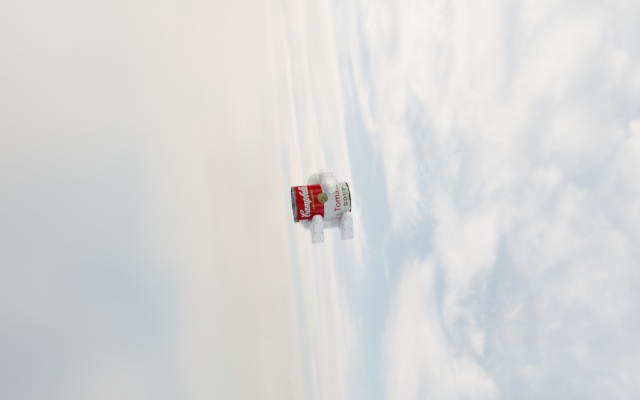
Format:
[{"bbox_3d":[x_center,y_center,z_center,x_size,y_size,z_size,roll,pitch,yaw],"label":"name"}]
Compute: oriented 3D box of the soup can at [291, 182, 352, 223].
[{"bbox_3d":[0.000,0.003,0.871,0.102,0.068,0.068,-5,1,-8],"label":"soup can"}]
